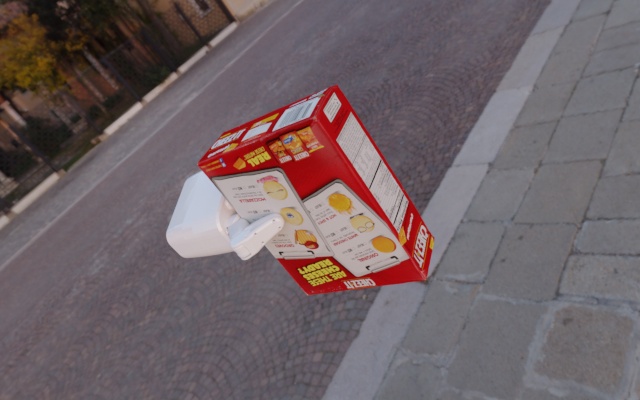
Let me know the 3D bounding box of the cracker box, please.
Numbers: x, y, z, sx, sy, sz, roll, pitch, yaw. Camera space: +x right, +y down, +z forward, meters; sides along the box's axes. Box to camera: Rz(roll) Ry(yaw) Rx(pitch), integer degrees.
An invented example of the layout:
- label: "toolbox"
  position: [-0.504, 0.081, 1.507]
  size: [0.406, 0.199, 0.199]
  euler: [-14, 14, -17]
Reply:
- label: "cracker box"
  position: [0.000, 0.002, 0.511]
  size: [0.164, 0.214, 0.072]
  euler: [-15, 34, 37]
